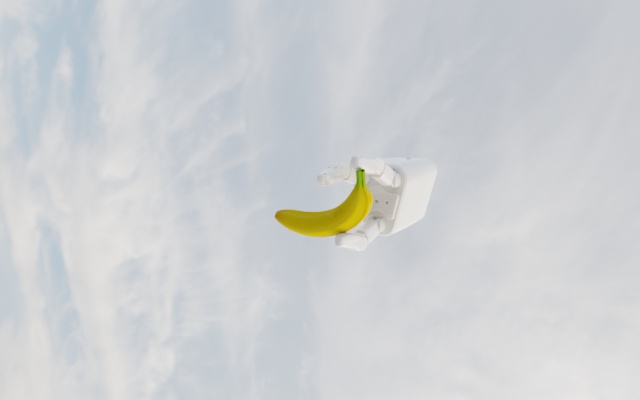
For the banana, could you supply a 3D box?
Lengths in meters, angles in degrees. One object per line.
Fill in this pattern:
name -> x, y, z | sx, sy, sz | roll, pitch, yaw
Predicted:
banana -> 0.009, 0.018, 0.680 | 0.037, 0.069, 0.198 | -17, -7, -46
